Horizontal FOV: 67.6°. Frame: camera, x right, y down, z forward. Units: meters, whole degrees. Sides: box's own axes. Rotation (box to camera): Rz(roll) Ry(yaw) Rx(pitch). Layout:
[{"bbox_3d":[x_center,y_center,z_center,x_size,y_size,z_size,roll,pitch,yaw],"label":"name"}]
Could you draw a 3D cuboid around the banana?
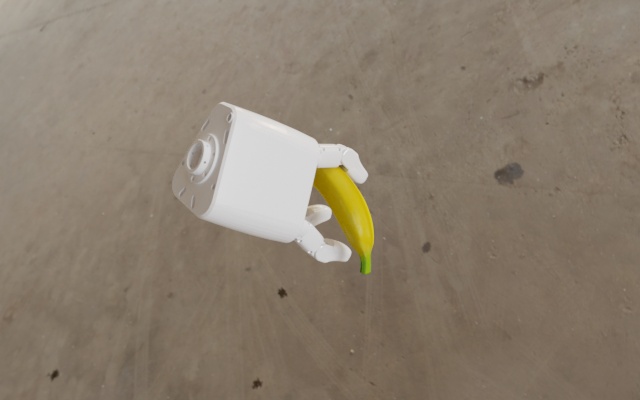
[{"bbox_3d":[0.009,-0.010,0.548,0.037,0.070,0.197,-2,44,-36],"label":"banana"}]
